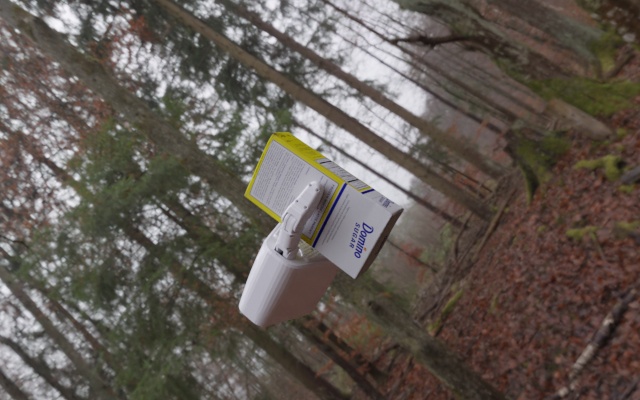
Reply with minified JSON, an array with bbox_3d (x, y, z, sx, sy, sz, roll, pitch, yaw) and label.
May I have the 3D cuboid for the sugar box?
[{"bbox_3d":[0.000,0.002,0.563,0.176,0.093,0.048,35,24,17],"label":"sugar box"}]
